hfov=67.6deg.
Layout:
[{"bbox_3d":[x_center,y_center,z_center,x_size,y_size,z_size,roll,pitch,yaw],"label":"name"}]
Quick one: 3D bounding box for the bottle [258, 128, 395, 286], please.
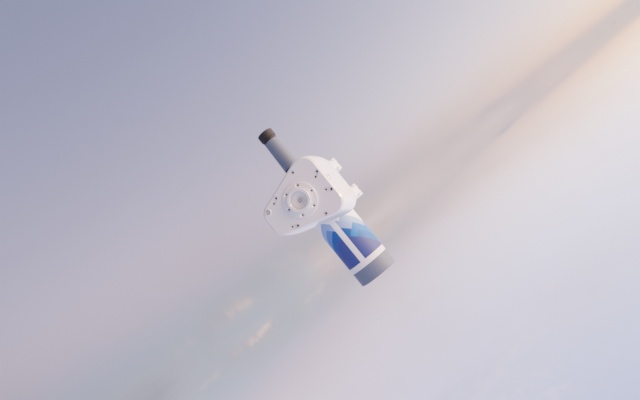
[{"bbox_3d":[0.000,0.003,0.773,0.069,0.295,0.069,-39,-6,-5],"label":"bottle"}]
